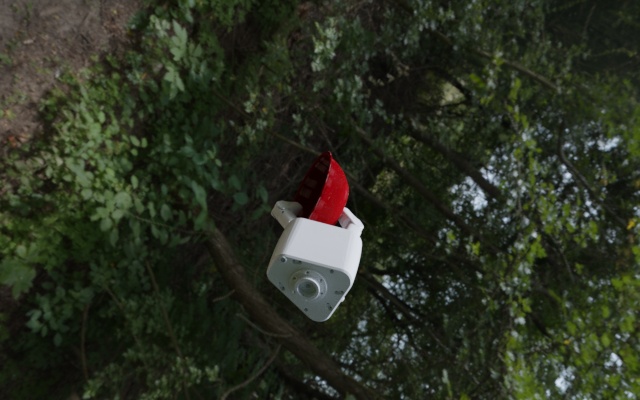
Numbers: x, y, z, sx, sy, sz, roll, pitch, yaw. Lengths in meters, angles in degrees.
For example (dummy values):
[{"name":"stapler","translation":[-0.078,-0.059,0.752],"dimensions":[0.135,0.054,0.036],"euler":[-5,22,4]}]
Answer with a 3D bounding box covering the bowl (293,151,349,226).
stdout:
[{"name":"bowl","translation":[0.001,0.002,0.785],"dimensions":[0.055,0.162,0.162],"euler":[24,-7,-15]}]
